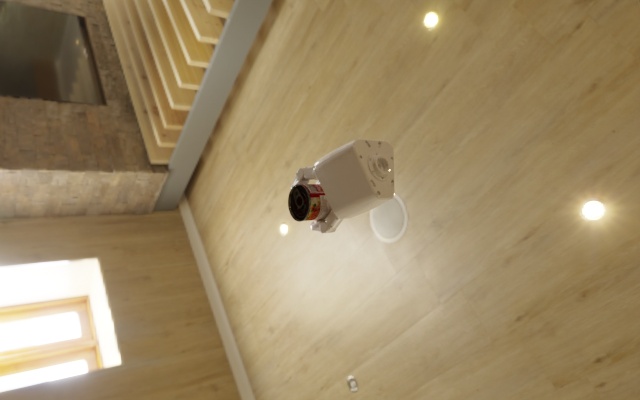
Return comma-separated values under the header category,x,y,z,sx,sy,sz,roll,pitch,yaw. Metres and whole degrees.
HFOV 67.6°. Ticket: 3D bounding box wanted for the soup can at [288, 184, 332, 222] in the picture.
category,x,y,z,sx,sy,sz,roll,pitch,yaw
soup can,0.000,0.003,0.889,0.102,0.068,0.068,-2,1,-38
